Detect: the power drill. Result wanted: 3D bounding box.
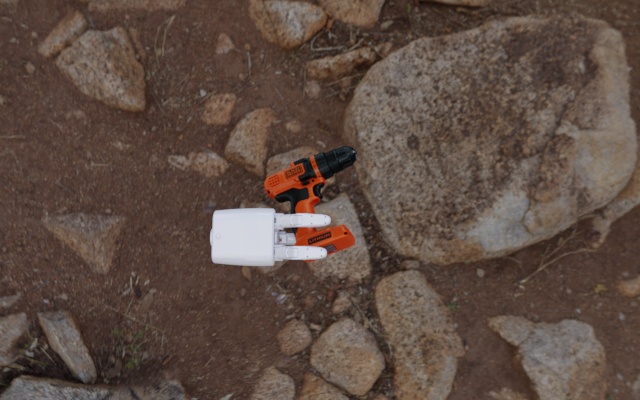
[{"bbox_3d":[0.000,0.003,0.860,0.184,0.187,0.057,-23,-30,10],"label":"power drill"}]
